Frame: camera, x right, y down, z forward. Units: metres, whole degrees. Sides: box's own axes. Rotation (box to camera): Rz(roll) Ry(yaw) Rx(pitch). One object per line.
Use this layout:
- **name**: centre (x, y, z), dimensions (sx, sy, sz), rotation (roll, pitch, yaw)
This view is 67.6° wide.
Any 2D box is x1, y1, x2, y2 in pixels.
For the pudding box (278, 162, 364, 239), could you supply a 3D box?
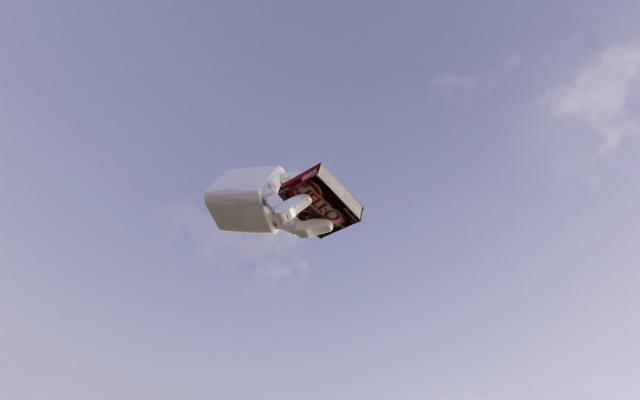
- **pudding box**: centre (0.000, 0.002, 0.764), dimensions (0.090, 0.039, 0.113), rotation (-26, -57, 36)
